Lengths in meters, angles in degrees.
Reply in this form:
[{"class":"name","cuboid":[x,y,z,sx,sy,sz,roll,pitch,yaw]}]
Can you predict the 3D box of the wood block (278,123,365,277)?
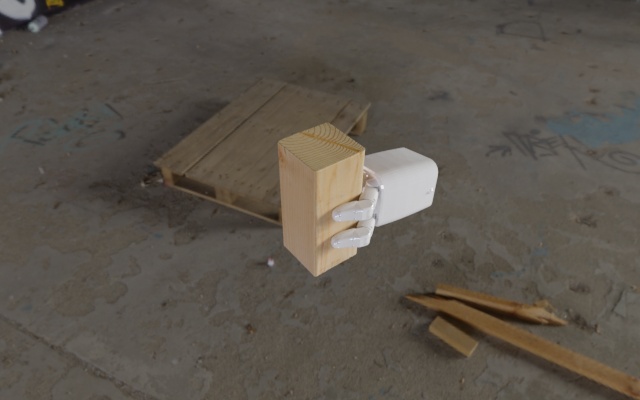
[{"class":"wood block","cuboid":[0.000,0.002,0.721,0.090,0.206,0.090,-26,47,-27]}]
